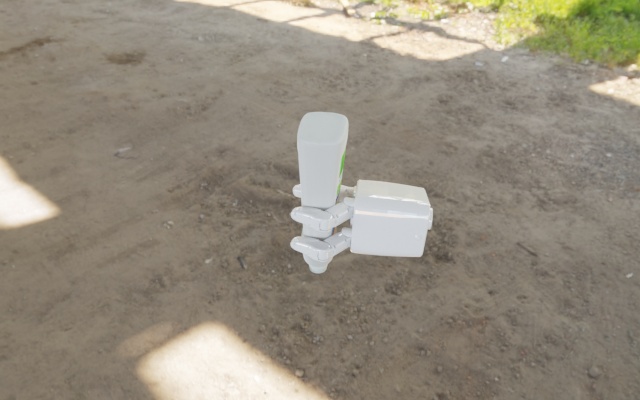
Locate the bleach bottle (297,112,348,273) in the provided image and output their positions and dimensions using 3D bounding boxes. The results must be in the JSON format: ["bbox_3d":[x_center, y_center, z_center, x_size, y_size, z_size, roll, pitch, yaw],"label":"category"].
[{"bbox_3d":[0.000,0.002,0.719,0.068,0.251,0.102,5,35,5],"label":"bleach bottle"}]
